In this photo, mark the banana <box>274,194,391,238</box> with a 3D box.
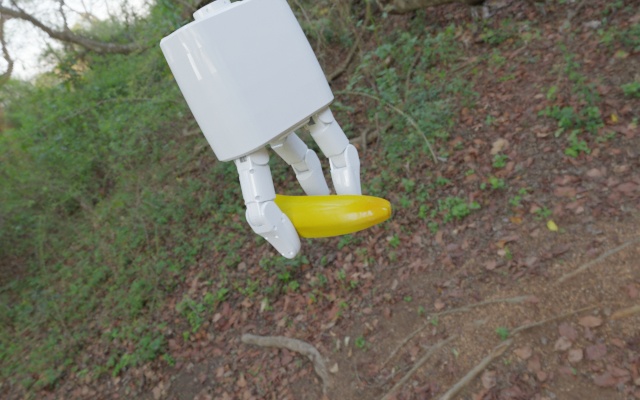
[{"bbox_3d":[-0.017,0.009,0.454,0.069,0.037,0.198,-27,16,-25],"label":"banana"}]
